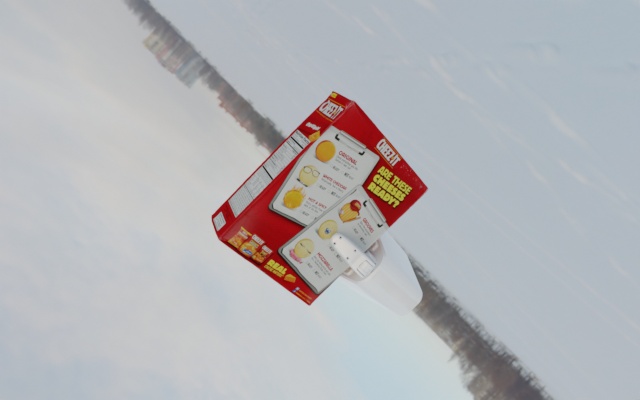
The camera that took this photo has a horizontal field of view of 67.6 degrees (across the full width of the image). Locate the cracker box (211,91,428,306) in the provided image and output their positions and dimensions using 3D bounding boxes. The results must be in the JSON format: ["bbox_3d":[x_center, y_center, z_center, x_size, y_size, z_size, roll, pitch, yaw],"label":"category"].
[{"bbox_3d":[0.000,0.002,0.584,0.164,0.214,0.072,43,3,-33],"label":"cracker box"}]
